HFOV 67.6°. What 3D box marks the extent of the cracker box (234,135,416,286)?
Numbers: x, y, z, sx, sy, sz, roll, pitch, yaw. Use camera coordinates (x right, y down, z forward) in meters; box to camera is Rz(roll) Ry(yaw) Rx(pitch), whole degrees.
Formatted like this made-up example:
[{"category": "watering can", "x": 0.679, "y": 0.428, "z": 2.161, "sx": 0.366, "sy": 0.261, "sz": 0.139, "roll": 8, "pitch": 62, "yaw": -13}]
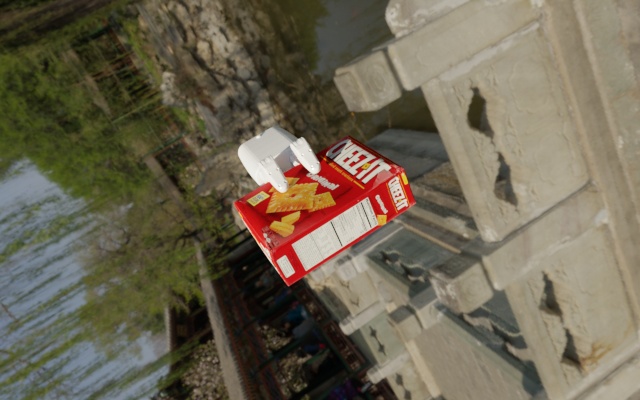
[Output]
[{"category": "cracker box", "x": 0.000, "y": 0.002, "z": 0.691, "sx": 0.213, "sy": 0.072, "sz": 0.164, "roll": -32, "pitch": 34, "yaw": -10}]
